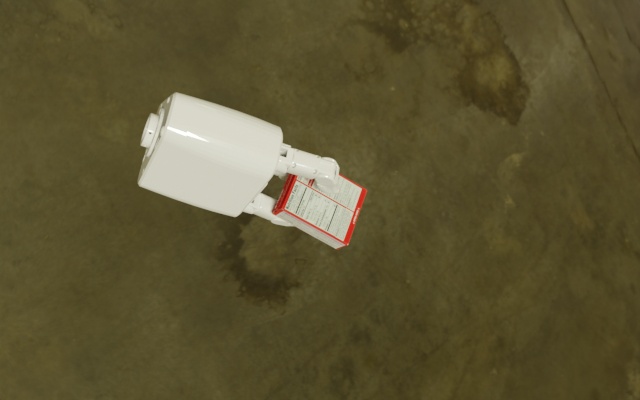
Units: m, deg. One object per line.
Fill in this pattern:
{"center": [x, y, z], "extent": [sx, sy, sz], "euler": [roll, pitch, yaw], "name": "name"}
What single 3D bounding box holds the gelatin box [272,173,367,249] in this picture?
{"center": [0.001, 0.002, 0.531], "extent": [0.089, 0.073, 0.030], "euler": [29, -26, -17], "name": "gelatin box"}
